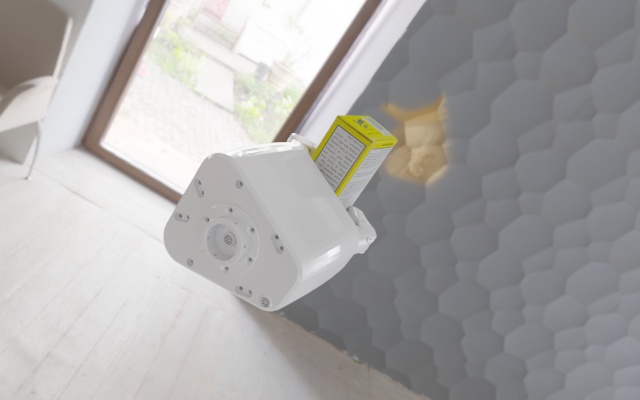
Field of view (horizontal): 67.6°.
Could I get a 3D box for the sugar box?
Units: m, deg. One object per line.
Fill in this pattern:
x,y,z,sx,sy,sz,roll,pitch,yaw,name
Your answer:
0.000,0.001,0.464,0.048,0.176,0.093,41,21,13,sugar box
